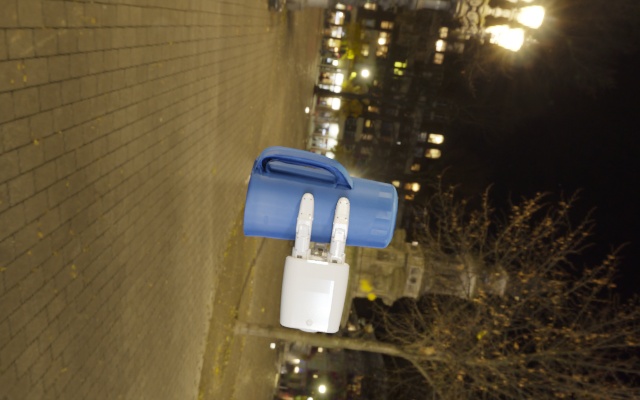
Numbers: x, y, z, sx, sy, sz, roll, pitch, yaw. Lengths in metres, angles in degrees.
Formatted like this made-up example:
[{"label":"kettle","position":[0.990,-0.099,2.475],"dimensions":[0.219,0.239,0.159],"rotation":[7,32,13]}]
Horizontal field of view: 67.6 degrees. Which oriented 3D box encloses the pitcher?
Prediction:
[{"label":"pitcher","position":[0.000,0.003,0.785],"dimensions":[0.243,0.145,0.149],"rotation":[8,-3,-1]}]
